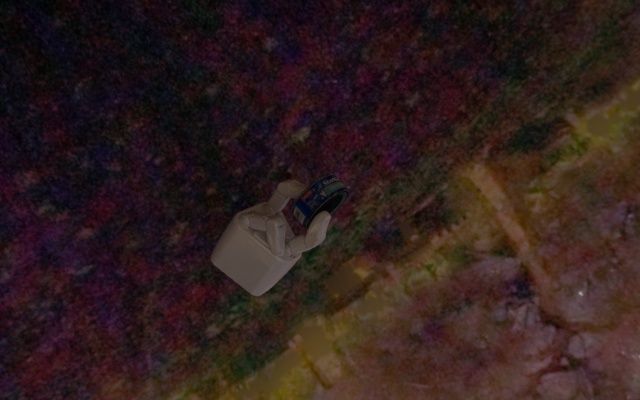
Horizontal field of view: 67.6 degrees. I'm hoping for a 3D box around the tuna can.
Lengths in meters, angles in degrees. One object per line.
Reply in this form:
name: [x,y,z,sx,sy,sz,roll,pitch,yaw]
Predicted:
tuna can: [0.001,0.003,0.698,0.086,0.033,0.086,-38,-17,-14]
